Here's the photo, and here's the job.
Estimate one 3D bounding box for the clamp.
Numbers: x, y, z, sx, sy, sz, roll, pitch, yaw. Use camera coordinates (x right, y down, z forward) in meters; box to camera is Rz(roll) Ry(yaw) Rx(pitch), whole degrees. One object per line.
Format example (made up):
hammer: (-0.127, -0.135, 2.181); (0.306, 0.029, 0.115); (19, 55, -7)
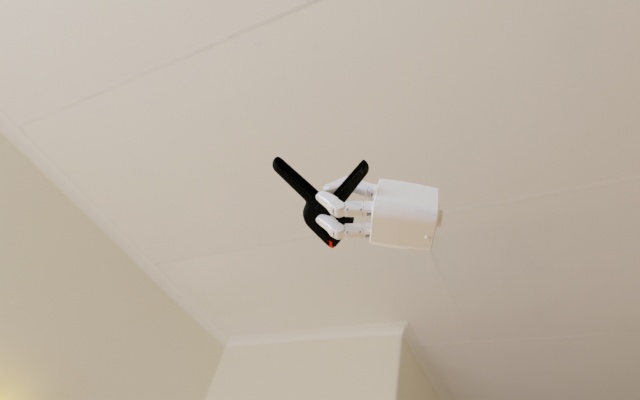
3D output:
clamp: (0.001, 0.003, 0.853); (0.164, 0.210, 0.036); (9, 45, 11)
